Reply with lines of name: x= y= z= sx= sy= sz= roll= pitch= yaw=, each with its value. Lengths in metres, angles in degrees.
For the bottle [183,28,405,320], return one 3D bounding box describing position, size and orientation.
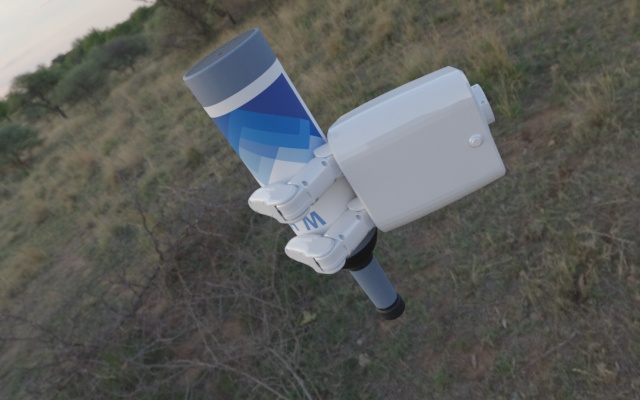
bottle: x=0.000 y=0.001 z=0.414 sx=0.069 sy=0.296 sz=0.069 roll=-26 pitch=28 yaw=15
